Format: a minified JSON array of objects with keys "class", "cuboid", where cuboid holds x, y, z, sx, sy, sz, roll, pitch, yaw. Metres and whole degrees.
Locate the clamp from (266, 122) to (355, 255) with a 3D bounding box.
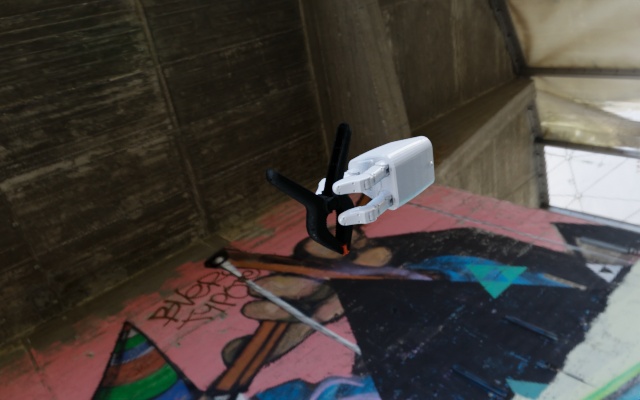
[{"class":"clamp","cuboid":[0.000,0.003,0.743,0.164,0.210,0.036,-28,30,-32]}]
